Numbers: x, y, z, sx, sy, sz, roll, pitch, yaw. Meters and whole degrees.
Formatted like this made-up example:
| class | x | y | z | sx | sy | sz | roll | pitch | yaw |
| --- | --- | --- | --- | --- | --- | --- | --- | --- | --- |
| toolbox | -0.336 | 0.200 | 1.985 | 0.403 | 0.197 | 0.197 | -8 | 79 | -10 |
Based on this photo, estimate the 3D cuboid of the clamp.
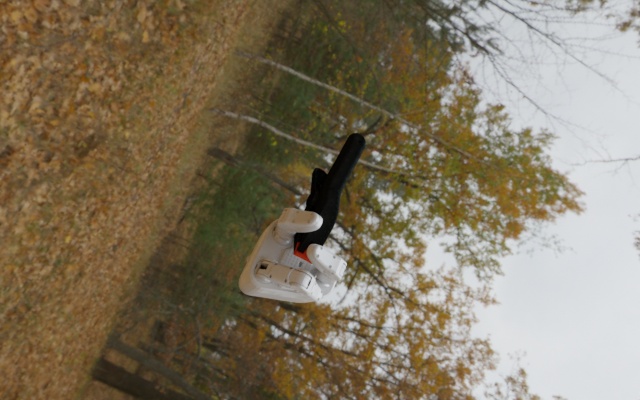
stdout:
| class | x | y | z | sx | sy | sz | roll | pitch | yaw |
| --- | --- | --- | --- | --- | --- | --- | --- | --- | --- |
| clamp | 0.001 | 0.002 | 0.614 | 0.039 | 0.171 | 0.120 | 28 | -24 | -9 |
